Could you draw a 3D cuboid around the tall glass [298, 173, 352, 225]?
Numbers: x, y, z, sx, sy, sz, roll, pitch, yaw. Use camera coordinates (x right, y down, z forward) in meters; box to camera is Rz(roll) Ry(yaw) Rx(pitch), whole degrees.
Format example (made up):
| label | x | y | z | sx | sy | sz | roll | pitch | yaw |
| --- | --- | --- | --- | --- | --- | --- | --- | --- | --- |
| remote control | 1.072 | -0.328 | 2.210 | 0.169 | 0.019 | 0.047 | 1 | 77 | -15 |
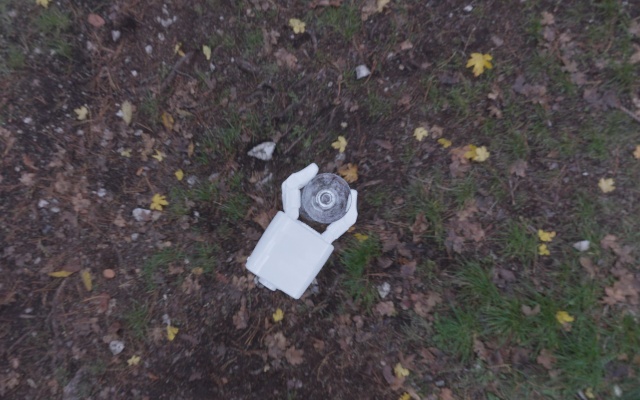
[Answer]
| label | x | y | z | sx | sy | sz | roll | pitch | yaw |
| --- | --- | --- | --- | --- | --- | --- | --- | --- | --- |
| tall glass | 0.000 | 0.003 | 0.805 | 0.079 | 0.079 | 0.201 | 0 | -3 | -5 |
